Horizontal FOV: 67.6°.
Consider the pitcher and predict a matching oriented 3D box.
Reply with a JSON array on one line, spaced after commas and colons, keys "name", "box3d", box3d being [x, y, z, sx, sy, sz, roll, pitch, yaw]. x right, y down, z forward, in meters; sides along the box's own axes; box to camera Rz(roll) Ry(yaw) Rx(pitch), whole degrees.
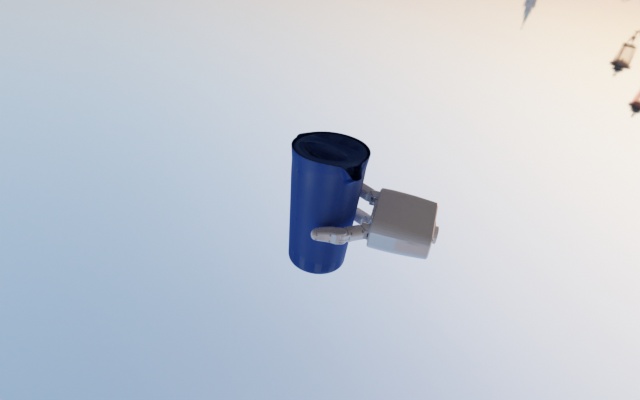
[{"name": "pitcher", "box3d": [0.000, 0.003, 0.859, 0.145, 0.243, 0.149, 12, 31, 7]}]
